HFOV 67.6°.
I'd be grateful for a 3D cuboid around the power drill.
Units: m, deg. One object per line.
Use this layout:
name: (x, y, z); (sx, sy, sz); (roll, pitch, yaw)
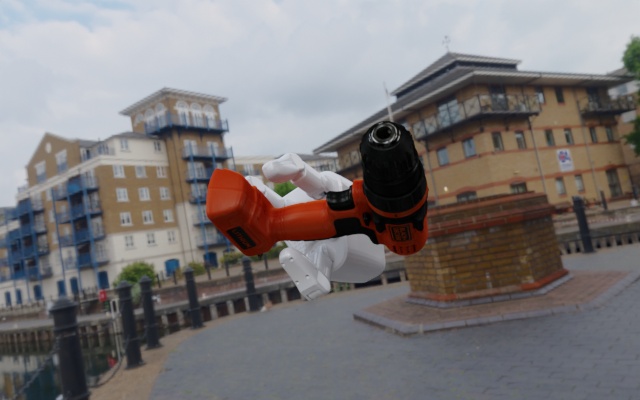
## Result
power drill: (0.000, 0.001, 0.422); (0.187, 0.057, 0.184); (-3, -30, 15)
